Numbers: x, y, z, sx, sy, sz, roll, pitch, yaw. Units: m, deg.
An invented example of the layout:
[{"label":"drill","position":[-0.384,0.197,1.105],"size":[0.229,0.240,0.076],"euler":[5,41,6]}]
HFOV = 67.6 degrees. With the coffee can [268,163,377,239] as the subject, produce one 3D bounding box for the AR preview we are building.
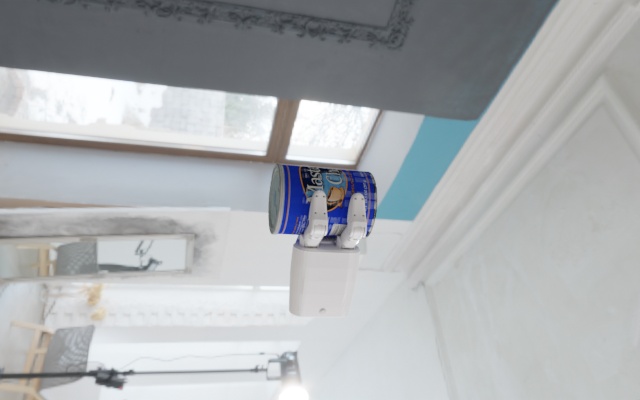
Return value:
[{"label":"coffee can","position":[0.000,0.002,0.703],"size":[0.140,0.103,0.103],"euler":[4,-1,-14]}]
